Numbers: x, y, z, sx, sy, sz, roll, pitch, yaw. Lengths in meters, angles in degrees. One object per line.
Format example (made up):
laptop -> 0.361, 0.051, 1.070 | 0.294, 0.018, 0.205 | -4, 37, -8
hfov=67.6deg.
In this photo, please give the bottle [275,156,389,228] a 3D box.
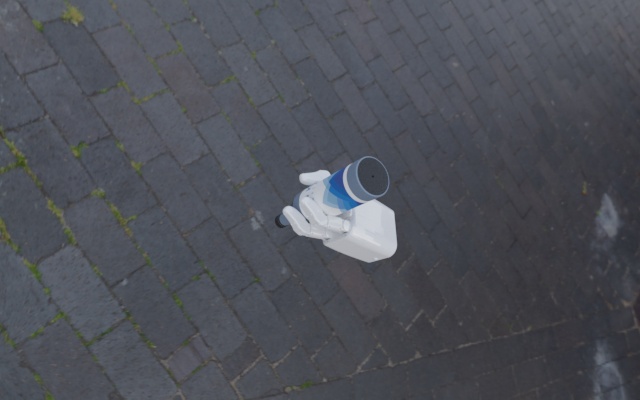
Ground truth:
bottle -> 0.000, 0.003, 0.851 | 0.069, 0.069, 0.296 | 0, -16, -35
